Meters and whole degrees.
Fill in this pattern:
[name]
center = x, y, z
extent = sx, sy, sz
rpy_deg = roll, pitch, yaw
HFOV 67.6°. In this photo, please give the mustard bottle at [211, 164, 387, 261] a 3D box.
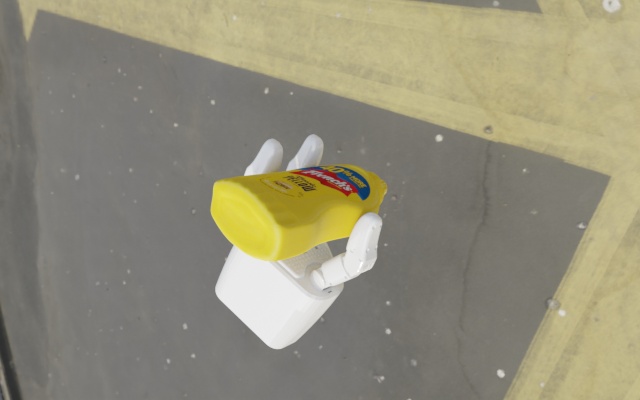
[mustard bottle]
center = 0.000, 0.001, 0.457
extent = 0.191, 0.058, 0.096
rpy_deg = -12, 32, -45
